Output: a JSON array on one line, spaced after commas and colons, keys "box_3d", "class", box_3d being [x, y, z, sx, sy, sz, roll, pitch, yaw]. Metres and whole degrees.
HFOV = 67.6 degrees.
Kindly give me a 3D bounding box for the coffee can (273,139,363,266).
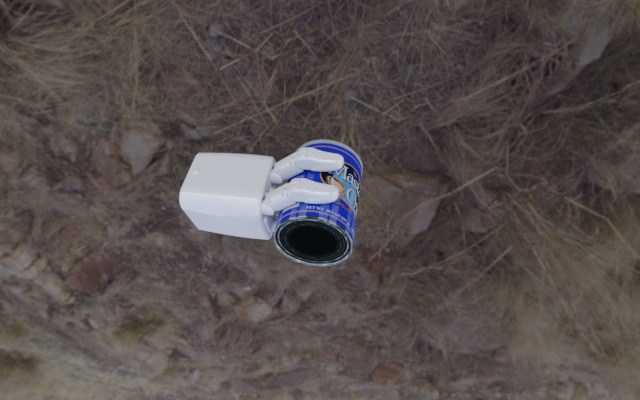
[{"box_3d": [0.000, 0.002, 0.644, 0.103, 0.140, 0.103, 6, -41, 5], "class": "coffee can"}]
